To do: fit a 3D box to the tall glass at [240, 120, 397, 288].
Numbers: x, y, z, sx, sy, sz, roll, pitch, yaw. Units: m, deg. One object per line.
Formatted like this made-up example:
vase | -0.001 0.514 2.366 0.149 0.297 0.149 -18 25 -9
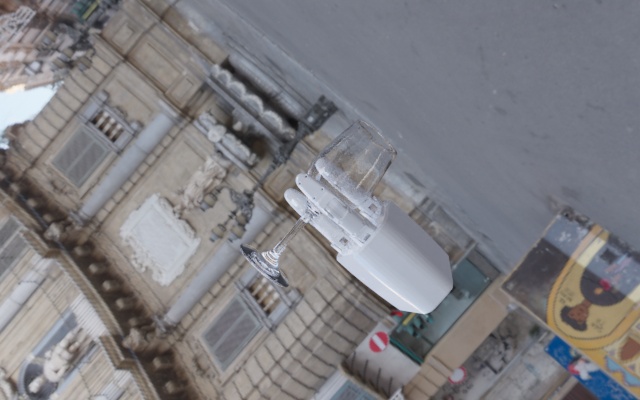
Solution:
tall glass | 0.000 0.002 0.553 0.079 0.201 0.079 41 2 -2
